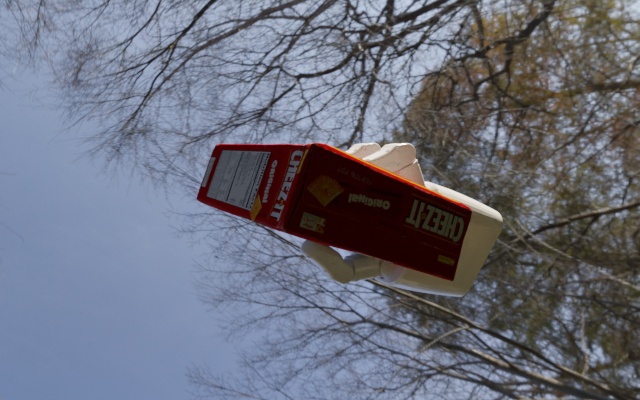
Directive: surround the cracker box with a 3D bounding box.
[{"bbox_3d":[0.000,0.002,0.439,0.164,0.072,0.213,19,-4,-30],"label":"cracker box"}]
